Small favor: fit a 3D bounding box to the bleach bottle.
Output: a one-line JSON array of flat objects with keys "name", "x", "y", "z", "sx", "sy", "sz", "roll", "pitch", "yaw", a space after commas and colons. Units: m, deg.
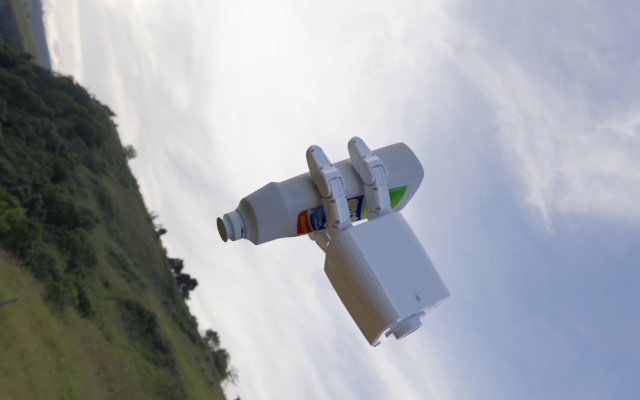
[{"name": "bleach bottle", "x": 0.000, "y": 0.002, "z": 0.558, "sx": 0.251, "sy": 0.068, "sz": 0.103, "roll": -18, "pitch": -26, "yaw": -29}]
